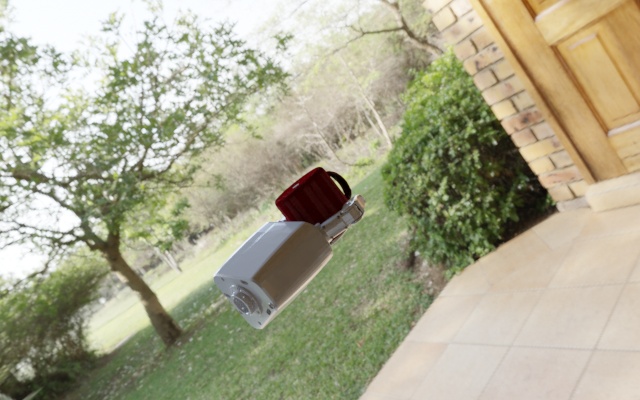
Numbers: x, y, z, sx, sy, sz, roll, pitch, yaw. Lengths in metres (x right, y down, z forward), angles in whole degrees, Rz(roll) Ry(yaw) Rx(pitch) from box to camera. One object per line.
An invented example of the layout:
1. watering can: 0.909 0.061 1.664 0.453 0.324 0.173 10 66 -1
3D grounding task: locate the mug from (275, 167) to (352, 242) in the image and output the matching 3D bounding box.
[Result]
1. mug: 0.001 0.001 0.648 0.117 0.081 0.093 -45 11 -36
